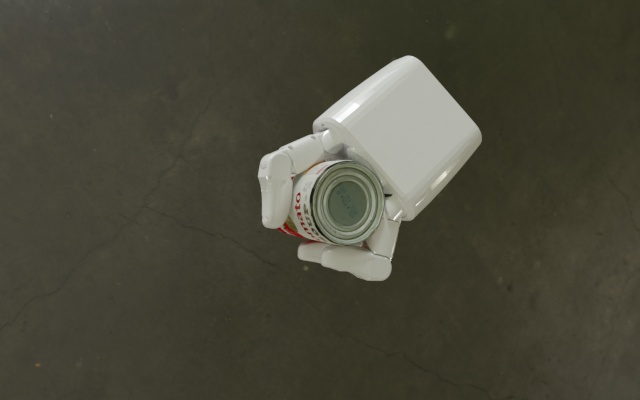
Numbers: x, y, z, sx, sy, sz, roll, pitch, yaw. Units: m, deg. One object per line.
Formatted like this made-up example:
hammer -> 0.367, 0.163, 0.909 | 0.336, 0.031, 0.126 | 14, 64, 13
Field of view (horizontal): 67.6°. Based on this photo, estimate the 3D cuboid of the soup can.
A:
soup can -> 0.000, 0.002, 0.410 | 0.068, 0.068, 0.102 | 0, 1, -27
